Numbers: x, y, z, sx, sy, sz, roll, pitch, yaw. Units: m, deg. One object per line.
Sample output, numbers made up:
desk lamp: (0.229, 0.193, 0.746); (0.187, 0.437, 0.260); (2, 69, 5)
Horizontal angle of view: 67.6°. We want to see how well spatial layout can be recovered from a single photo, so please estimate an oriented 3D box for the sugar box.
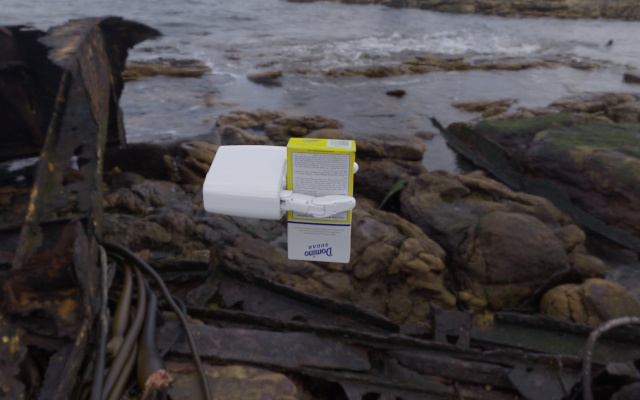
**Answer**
sugar box: (0.000, 0.002, 0.682); (0.093, 0.176, 0.048); (4, 27, 4)
